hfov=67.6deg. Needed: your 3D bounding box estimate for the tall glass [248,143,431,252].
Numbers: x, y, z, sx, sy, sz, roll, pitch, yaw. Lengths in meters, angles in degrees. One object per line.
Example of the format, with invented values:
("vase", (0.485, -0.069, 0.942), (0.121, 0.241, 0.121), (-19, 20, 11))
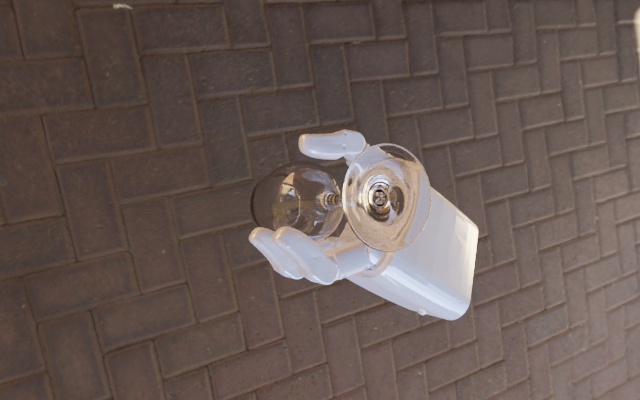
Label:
("tall glass", (0.000, 0.001, 0.412), (0.079, 0.079, 0.201), (0, -2, -29))
